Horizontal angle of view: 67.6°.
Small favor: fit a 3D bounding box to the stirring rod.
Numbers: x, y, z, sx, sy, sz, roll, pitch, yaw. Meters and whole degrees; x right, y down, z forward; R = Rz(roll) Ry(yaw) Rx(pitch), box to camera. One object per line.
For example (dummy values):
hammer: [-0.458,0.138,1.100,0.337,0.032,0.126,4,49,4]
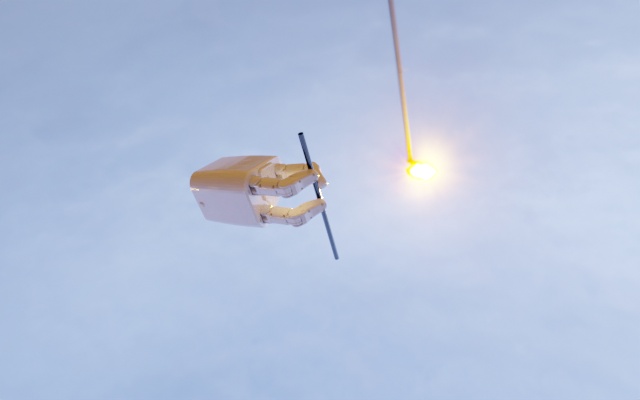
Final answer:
stirring rod: [0.000,0.002,0.719,0.011,0.240,0.011,-10,37,8]
